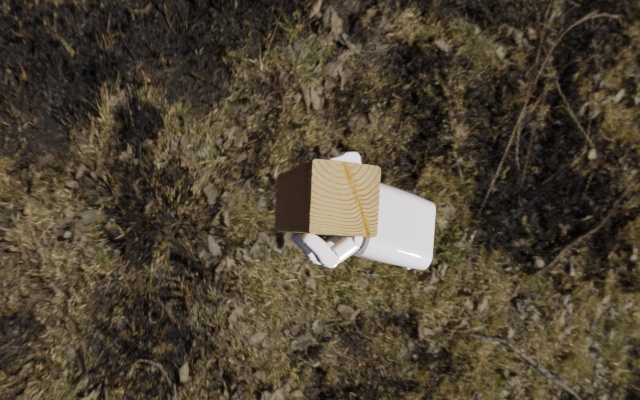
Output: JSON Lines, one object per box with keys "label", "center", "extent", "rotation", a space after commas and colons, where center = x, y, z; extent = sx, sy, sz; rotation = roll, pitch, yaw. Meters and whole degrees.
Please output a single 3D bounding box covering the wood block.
{"label": "wood block", "center": [0.001, 0.002, 0.670], "extent": [0.090, 0.091, 0.206], "rotation": [5, -4, -17]}
